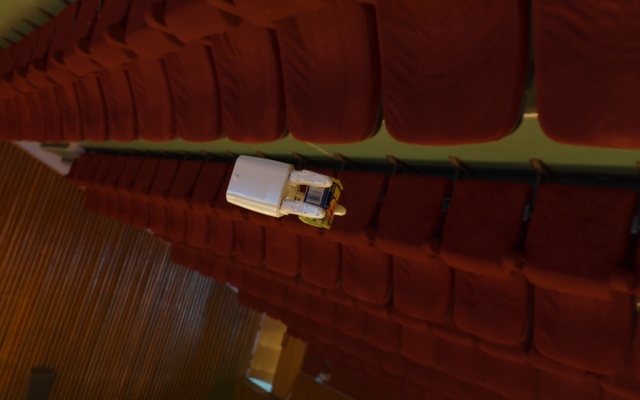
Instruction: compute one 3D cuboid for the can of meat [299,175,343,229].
[{"bbox_3d":[0.000,0.003,0.873,0.057,0.084,0.102,15,-7,10],"label":"can of meat"}]
